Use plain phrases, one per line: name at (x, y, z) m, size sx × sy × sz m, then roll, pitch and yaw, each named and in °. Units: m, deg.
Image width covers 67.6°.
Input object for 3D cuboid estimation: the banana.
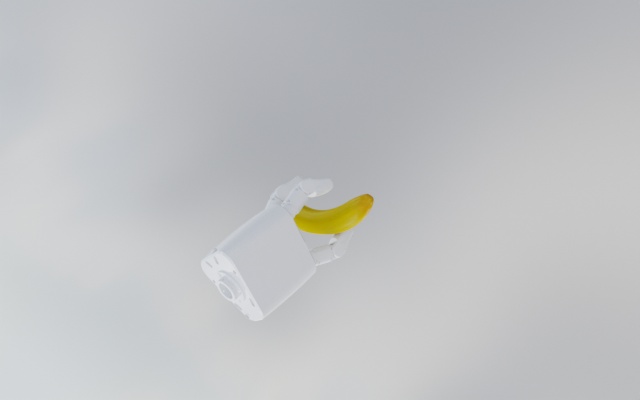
banana at (0.002, 0.019, 0.707) m, size 0.198 × 0.070 × 0.037 m, roll 6°, pitch 28°, yaw 45°
